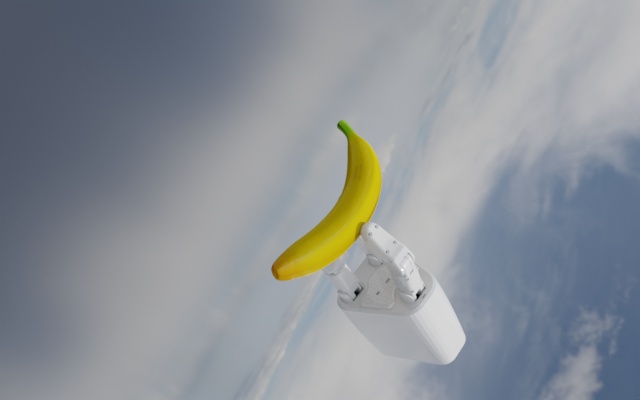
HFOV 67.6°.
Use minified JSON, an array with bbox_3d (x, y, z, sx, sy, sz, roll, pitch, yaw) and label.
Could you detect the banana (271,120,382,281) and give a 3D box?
[{"bbox_3d":[0.019,0.005,0.471,0.069,0.197,0.037,19,-35,7],"label":"banana"}]
